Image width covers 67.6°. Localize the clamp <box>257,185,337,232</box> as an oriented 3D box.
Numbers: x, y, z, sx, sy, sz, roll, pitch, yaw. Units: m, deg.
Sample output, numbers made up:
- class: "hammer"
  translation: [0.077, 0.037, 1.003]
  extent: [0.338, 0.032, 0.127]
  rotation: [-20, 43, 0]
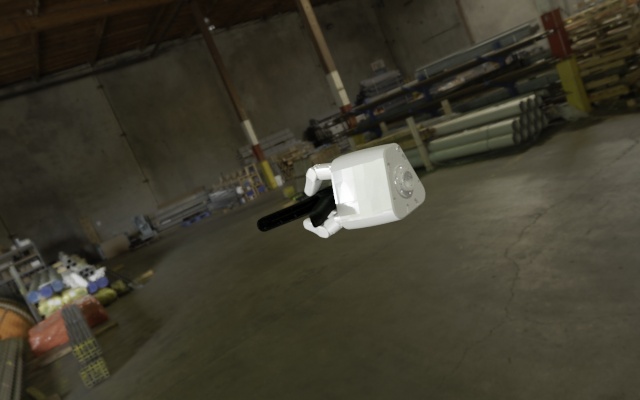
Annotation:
- class: "clamp"
  translation: [0.000, 0.002, 0.823]
  extent: [0.164, 0.036, 0.210]
  rotation: [-10, 16, 45]
